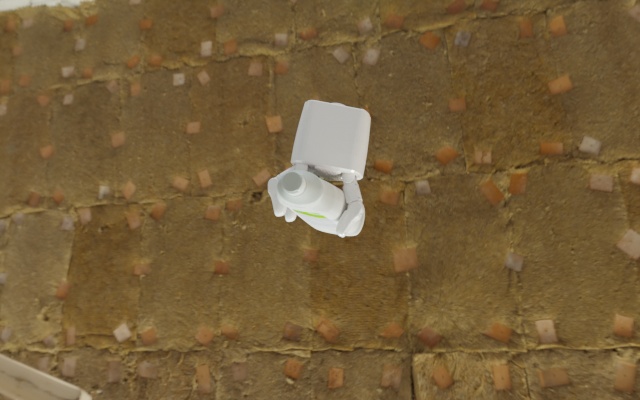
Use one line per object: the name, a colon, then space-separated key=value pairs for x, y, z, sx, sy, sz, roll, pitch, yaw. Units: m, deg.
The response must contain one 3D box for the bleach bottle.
bleach bottle: x=0.000 y=0.003 z=0.753 sx=0.102 sy=0.068 sz=0.251 roll=7 pitch=-10 yaw=16
